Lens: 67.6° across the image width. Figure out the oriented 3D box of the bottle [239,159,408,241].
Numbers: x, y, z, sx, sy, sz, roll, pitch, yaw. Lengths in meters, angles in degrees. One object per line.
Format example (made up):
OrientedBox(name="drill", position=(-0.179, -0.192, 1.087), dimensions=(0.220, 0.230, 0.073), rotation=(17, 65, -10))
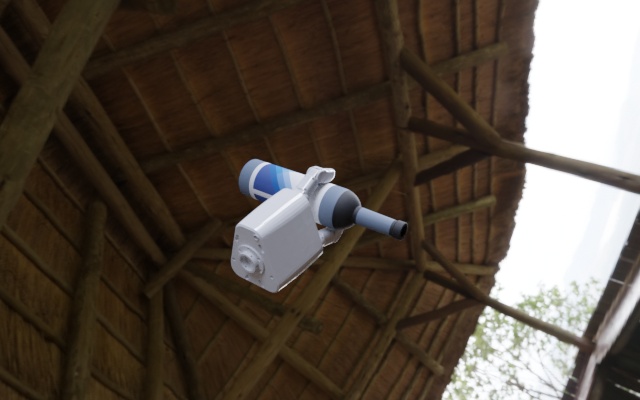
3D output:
OrientedBox(name="bottle", position=(0.000, 0.002, 0.764), dimensions=(0.295, 0.069, 0.069), rotation=(20, 10, 29))
